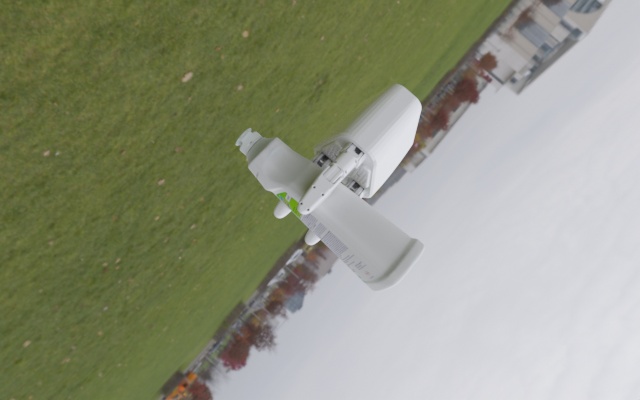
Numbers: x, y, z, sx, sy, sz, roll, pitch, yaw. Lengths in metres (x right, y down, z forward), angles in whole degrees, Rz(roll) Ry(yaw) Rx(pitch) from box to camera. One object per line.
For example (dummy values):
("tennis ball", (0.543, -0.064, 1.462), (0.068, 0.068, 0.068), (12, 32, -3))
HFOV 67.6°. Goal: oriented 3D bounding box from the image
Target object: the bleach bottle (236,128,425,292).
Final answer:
("bleach bottle", (0.000, 0.002, 0.575), (0.251, 0.068, 0.102), (42, -20, 2))
